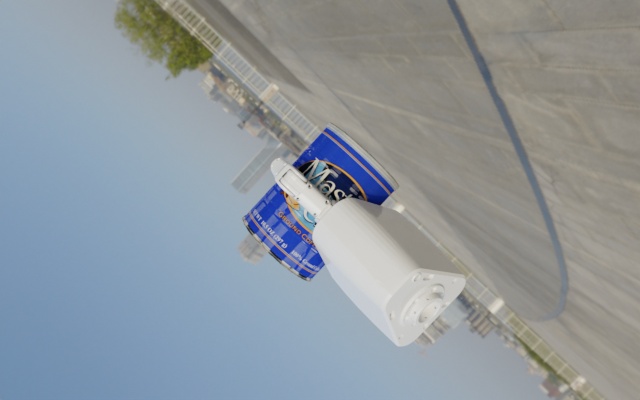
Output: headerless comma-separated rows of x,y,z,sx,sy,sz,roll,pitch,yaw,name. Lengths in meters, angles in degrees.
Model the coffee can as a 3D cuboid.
0.000,0.001,0.519,0.103,0.140,0.103,43,3,-3,coffee can
